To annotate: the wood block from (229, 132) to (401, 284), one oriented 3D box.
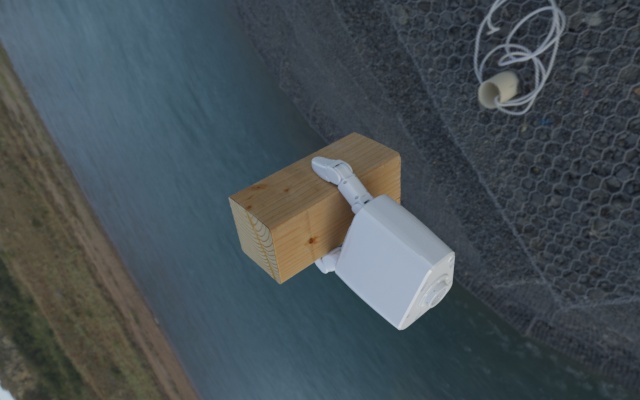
[{"bbox_3d":[0.000,0.002,0.615,0.206,0.091,0.090,-30,43,-28],"label":"wood block"}]
